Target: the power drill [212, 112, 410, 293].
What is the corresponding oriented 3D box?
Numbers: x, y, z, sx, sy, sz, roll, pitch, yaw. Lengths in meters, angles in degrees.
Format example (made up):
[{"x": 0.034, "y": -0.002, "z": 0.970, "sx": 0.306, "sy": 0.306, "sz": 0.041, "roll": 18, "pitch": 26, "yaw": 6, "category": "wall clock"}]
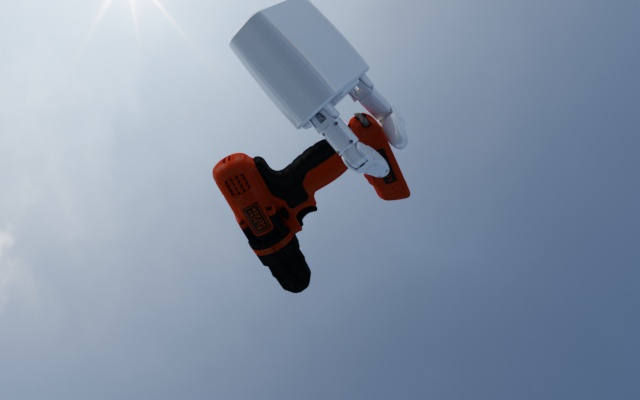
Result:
[{"x": 0.000, "y": 0.001, "z": 0.532, "sx": 0.187, "sy": 0.184, "sz": 0.057, "roll": -27, "pitch": 26, "yaw": 1, "category": "power drill"}]
